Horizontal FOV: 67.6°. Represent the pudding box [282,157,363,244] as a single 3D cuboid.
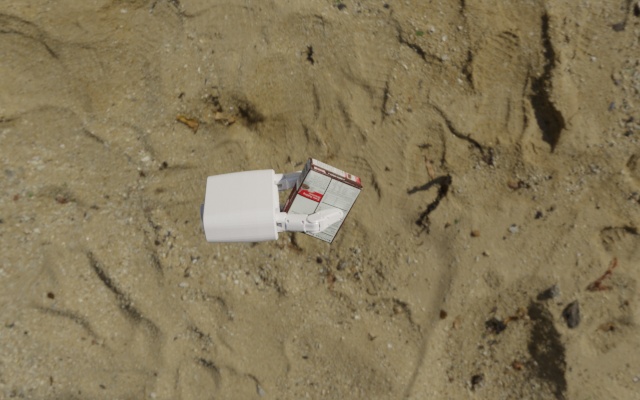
[{"bbox_3d":[0.000,0.002,0.733,0.090,0.113,0.039,21,28,-15],"label":"pudding box"}]
